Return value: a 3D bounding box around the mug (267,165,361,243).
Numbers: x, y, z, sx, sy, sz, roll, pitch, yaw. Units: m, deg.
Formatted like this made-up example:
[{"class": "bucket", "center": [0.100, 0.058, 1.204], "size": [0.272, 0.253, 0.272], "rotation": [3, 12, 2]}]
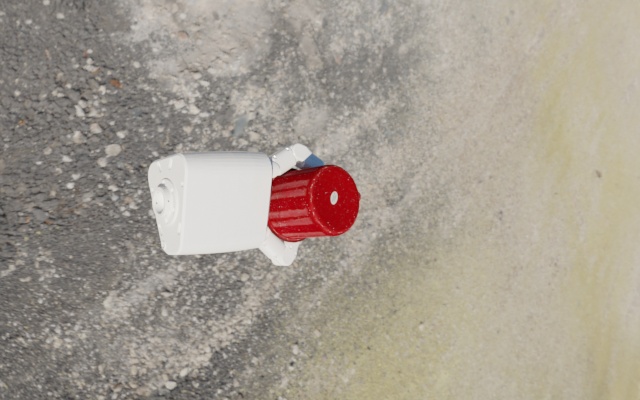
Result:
[{"class": "mug", "center": [0.001, 0.002, 0.572], "size": [0.117, 0.093, 0.081], "rotation": [-4, -2, -42]}]
